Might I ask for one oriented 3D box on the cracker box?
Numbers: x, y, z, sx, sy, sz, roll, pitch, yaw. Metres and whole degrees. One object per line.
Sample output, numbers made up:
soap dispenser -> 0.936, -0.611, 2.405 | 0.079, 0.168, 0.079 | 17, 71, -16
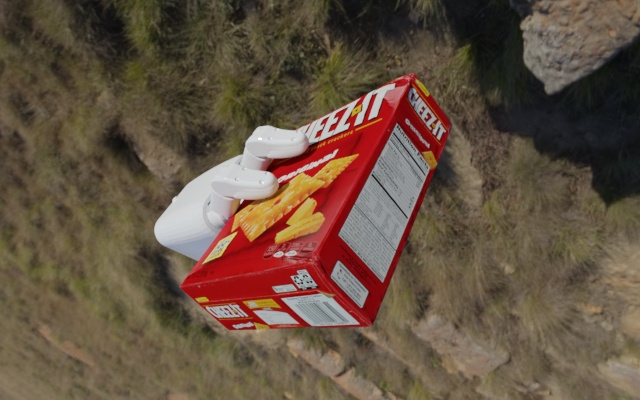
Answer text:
cracker box -> 0.000, 0.002, 0.404 | 0.164, 0.213, 0.072 | -17, -56, 44
